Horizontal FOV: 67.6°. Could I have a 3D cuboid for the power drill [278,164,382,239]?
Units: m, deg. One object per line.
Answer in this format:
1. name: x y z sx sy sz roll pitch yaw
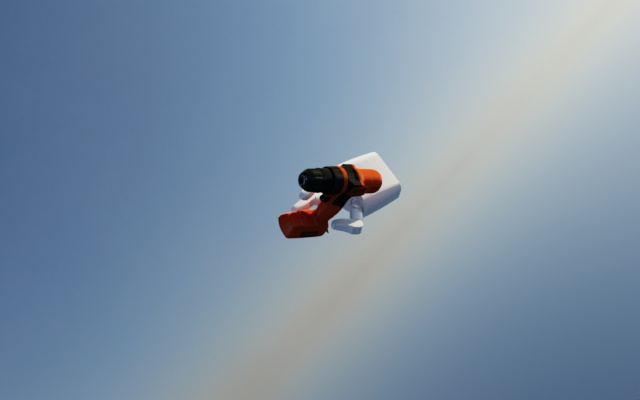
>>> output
1. power drill: 0.000 0.003 0.876 0.184 0.057 0.188 0 -32 -40
